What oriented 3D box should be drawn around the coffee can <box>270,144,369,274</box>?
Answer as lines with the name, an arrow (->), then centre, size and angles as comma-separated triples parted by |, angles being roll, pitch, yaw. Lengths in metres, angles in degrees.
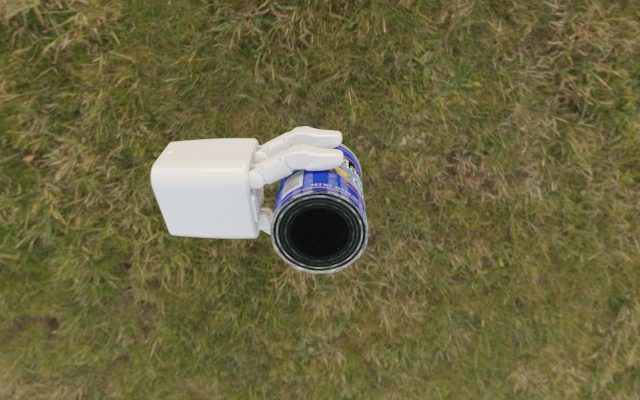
coffee can -> 0.000, 0.002, 0.555 | 0.103, 0.103, 0.140 | 0, 29, 1
